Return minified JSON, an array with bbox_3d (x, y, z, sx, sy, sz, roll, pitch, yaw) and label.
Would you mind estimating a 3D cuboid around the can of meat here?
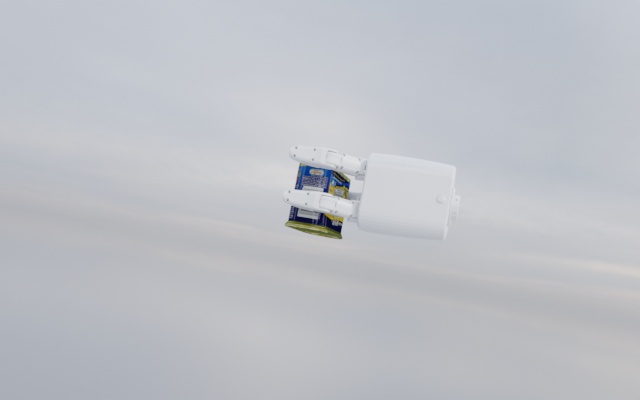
[{"bbox_3d":[0.000,0.002,0.631,0.057,0.084,0.102,8,-8,20],"label":"can of meat"}]
